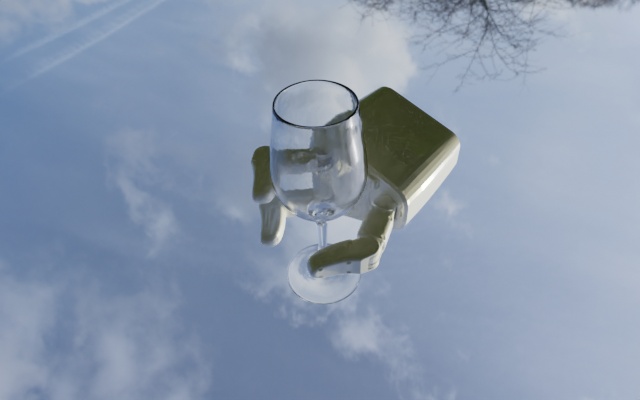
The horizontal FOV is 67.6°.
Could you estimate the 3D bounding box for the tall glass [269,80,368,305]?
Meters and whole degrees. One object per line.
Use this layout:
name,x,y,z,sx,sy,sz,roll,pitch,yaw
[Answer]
tall glass,0.000,0.002,0.406,0.079,0.079,0.201,-2,-45,2
